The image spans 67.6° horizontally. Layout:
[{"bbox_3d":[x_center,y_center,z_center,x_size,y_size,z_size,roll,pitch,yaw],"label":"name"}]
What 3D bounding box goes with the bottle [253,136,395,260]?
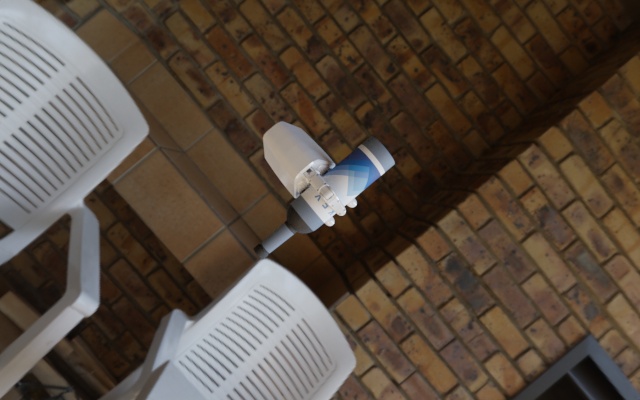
[{"bbox_3d":[0.000,0.003,0.864,0.296,0.069,0.069,-40,0,0],"label":"bottle"}]
